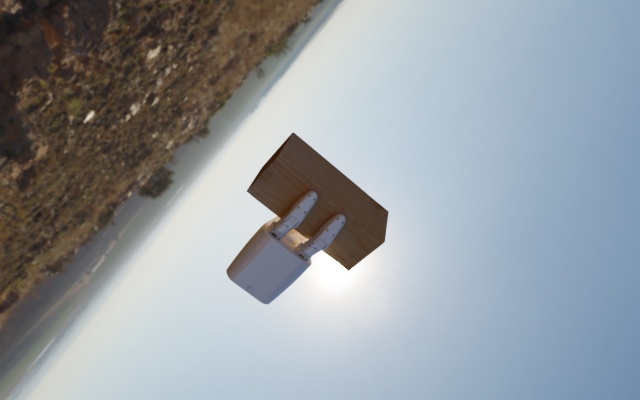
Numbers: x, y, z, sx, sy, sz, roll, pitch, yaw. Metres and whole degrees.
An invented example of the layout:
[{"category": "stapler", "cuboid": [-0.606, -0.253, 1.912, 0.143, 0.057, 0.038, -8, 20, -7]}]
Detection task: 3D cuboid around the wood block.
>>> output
[{"category": "wood block", "cuboid": [0.000, 0.003, 0.755, 0.090, 0.206, 0.090, -44, 14, 29]}]
